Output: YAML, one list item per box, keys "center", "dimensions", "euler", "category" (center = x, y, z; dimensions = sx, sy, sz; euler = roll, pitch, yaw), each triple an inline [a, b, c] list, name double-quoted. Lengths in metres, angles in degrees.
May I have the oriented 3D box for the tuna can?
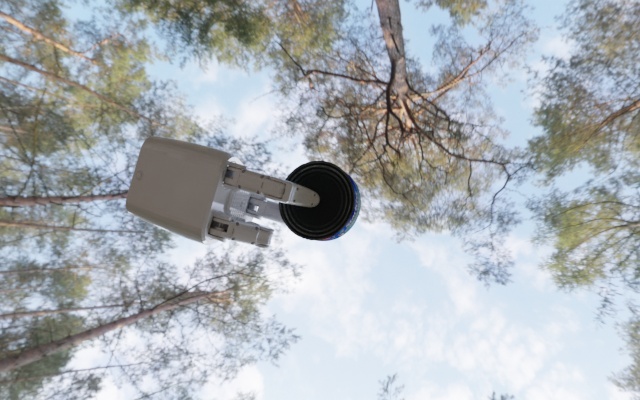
- center: [0.000, 0.002, 0.520]
  dimensions: [0.086, 0.086, 0.034]
  euler: [0, -8, 19]
  category: "tuna can"
